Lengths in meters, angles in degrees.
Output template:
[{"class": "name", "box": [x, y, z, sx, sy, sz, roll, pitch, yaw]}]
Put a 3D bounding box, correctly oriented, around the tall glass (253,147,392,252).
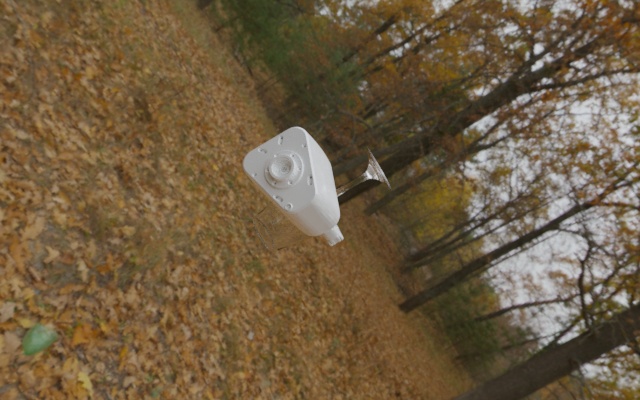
[{"class": "tall glass", "box": [0.001, 0.002, 0.712, 0.201, 0.079, 0.079, -30, -3, 5]}]
